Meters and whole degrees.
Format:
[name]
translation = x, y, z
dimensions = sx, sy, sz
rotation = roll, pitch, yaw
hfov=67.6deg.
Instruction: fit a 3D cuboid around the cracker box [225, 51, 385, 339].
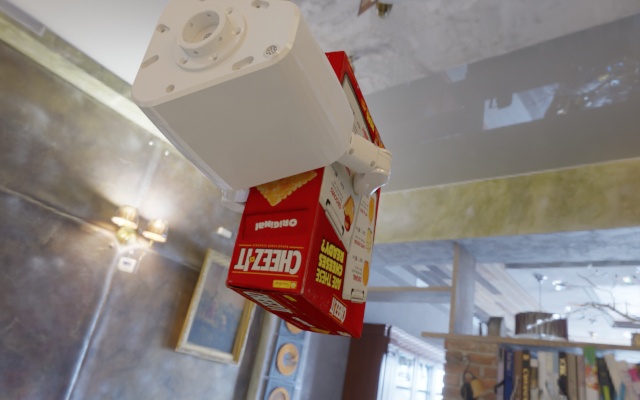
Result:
[cracker box]
translation = 0.000, 0.001, 0.441
dimensions = 0.072, 0.213, 0.164
rotation = 1, -25, 22
